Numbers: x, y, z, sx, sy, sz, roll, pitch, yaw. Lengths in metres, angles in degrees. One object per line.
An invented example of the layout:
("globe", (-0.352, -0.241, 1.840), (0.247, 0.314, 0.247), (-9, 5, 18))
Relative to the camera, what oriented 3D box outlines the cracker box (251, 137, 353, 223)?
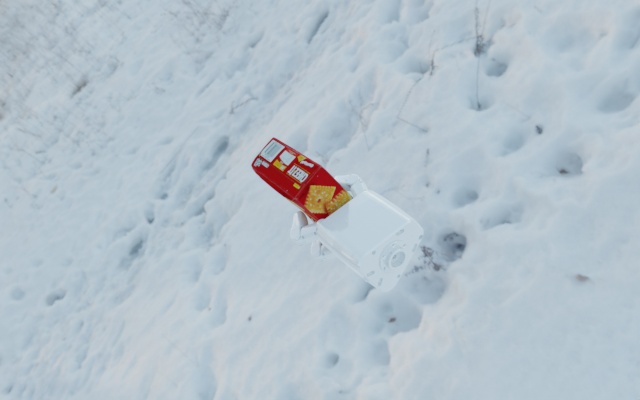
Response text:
("cracker box", (0.000, 0.002, 0.801), (0.214, 0.072, 0.164), (44, -6, -39))
